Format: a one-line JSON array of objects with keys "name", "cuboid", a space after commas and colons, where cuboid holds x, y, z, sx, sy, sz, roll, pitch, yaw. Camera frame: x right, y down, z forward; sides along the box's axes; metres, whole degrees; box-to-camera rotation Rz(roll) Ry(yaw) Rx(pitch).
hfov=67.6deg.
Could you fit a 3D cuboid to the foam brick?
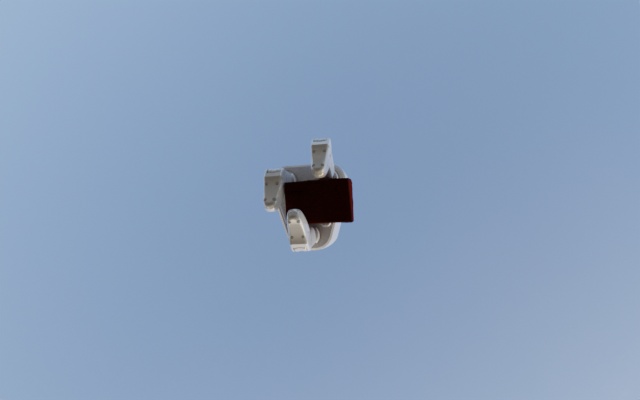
[{"name": "foam brick", "cuboid": [0.000, 0.002, 0.570, 0.078, 0.053, 0.051, -3, -1, 9]}]
